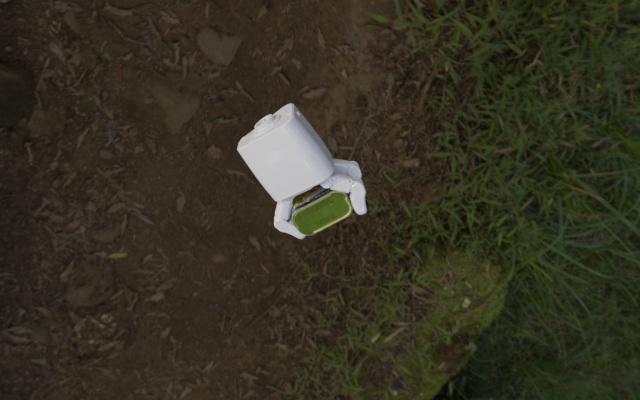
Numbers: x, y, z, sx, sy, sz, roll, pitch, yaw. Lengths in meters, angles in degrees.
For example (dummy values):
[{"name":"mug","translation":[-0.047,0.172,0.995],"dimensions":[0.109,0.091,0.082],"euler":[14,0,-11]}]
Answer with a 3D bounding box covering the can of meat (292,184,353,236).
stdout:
[{"name":"can of meat","translation":[0.000,0.003,0.780],"dimensions":[0.102,0.057,0.084],"euler":[-29,26,11]}]
